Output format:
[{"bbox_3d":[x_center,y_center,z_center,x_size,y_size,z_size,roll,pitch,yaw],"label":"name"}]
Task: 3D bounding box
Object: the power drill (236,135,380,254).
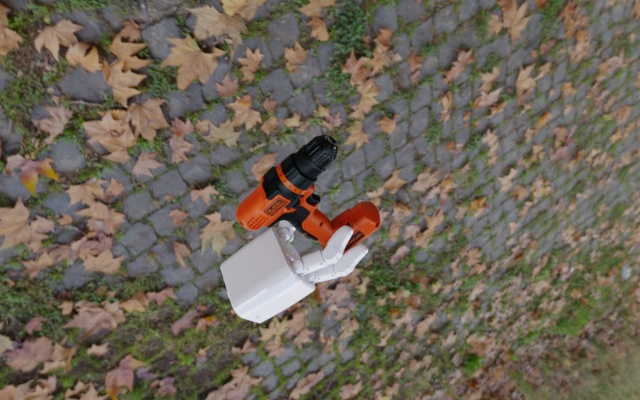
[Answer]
[{"bbox_3d":[0.000,0.003,0.691,0.188,0.057,0.184,30,-57,-36],"label":"power drill"}]
